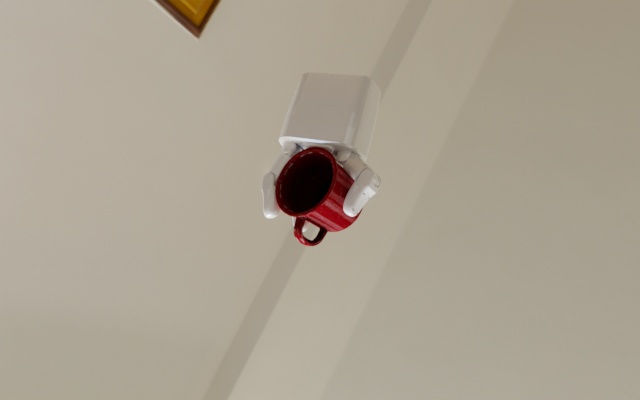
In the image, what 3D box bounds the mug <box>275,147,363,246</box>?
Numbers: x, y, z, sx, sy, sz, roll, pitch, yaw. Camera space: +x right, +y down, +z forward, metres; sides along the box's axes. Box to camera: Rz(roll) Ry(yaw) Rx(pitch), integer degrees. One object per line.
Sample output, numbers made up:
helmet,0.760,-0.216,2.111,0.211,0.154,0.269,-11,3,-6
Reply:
mug,0.000,0.003,0.607,0.093,0.117,0.081,4,-19,38
